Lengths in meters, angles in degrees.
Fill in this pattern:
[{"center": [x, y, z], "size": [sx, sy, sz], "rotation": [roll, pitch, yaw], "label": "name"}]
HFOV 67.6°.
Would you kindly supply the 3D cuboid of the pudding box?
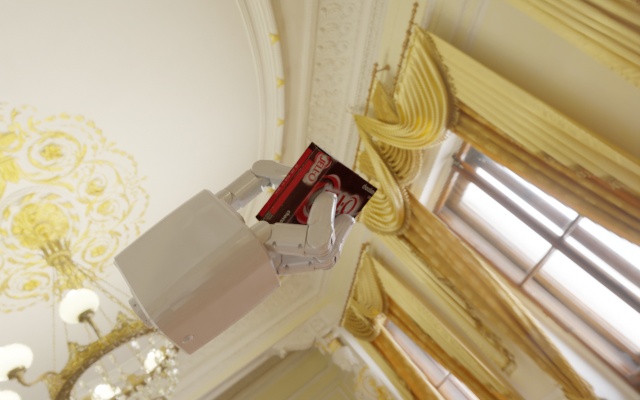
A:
[{"center": [0.000, 0.001, 0.473], "size": [0.039, 0.090, 0.113], "rotation": [42, 8, 26], "label": "pudding box"}]
